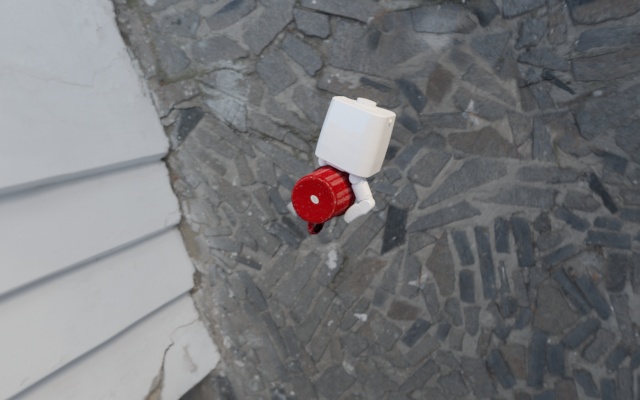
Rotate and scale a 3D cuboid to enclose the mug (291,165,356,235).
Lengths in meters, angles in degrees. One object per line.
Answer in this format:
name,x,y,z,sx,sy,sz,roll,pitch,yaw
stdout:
mug,0.000,0.004,0.802,0.093,0.117,0.081,22,20,18
